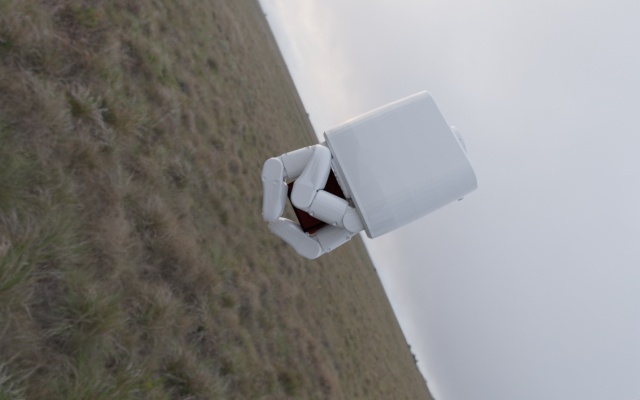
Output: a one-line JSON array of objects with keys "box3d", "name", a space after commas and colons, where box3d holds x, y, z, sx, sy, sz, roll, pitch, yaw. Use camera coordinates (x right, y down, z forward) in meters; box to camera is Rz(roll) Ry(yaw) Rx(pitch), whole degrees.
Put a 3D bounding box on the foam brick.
[{"box3d": [0.000, 0.002, 0.499, 0.051, 0.053, 0.078, -24, -6, 2], "name": "foam brick"}]
